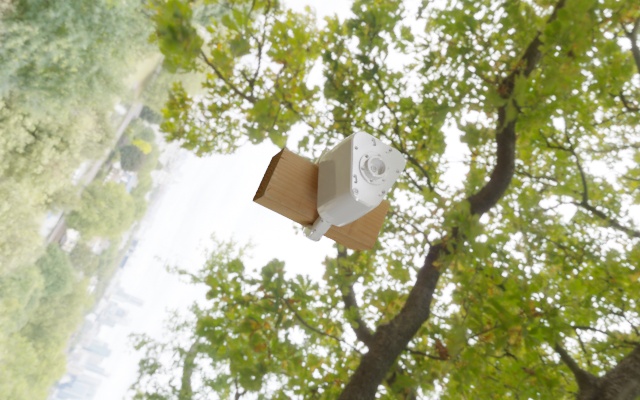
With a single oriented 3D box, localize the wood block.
[{"bbox_3d":[0.000,0.003,0.816,0.206,0.091,0.090,27,-14,-16],"label":"wood block"}]
